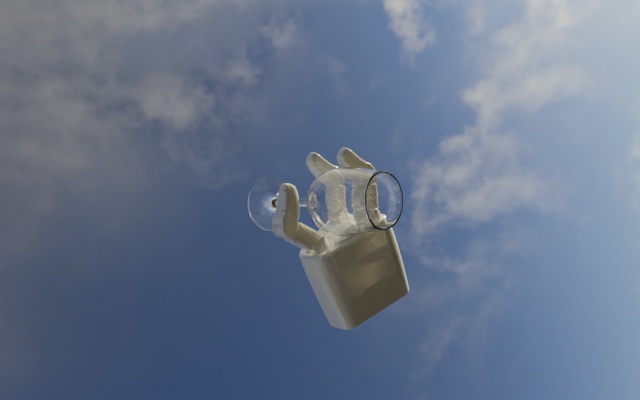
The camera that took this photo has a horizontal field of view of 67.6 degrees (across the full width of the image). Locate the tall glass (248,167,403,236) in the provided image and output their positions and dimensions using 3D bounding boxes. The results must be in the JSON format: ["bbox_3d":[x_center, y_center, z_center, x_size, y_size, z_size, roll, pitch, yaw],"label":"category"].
[{"bbox_3d":[0.000,0.002,0.567,0.079,0.079,0.201,0,-1,-42],"label":"tall glass"}]
